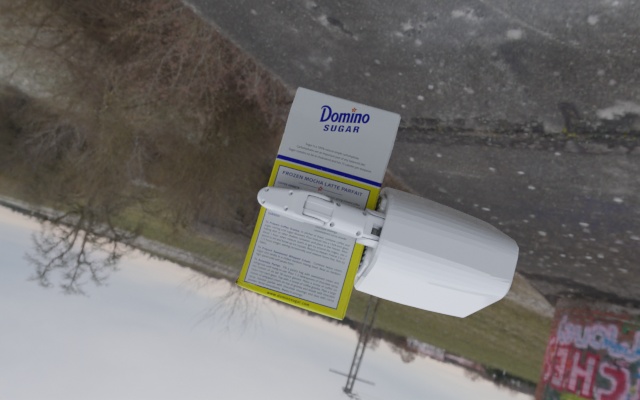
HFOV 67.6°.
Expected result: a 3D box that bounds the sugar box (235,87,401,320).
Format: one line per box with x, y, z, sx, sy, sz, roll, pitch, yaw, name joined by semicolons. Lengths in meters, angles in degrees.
0.000;0.002;0.408;0.093;0.176;0.048;17;-9;4;sugar box
